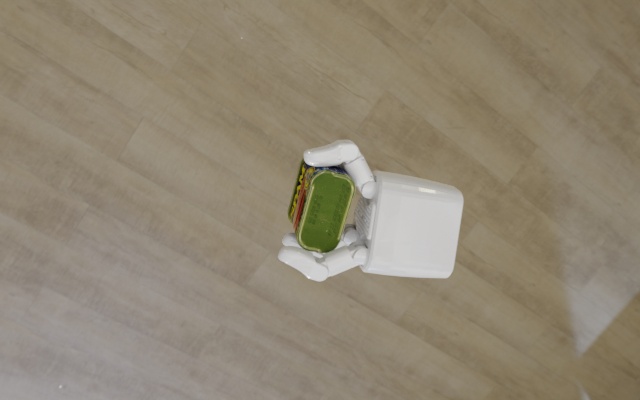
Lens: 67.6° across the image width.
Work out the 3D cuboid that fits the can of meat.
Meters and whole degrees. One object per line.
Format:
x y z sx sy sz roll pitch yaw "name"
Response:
0.000 0.002 0.565 0.057 0.102 0.084 12 16 -13 "can of meat"
